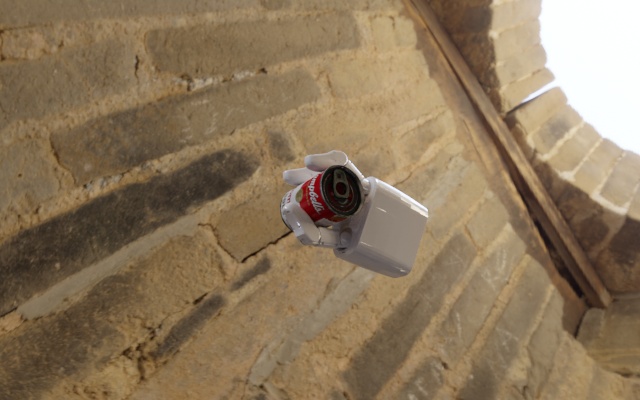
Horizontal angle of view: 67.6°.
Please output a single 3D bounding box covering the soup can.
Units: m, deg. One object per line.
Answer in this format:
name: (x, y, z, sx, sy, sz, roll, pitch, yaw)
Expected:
soup can: (0.000, 0.002, 0.627, 0.068, 0.068, 0.102, 0, -17, -36)
